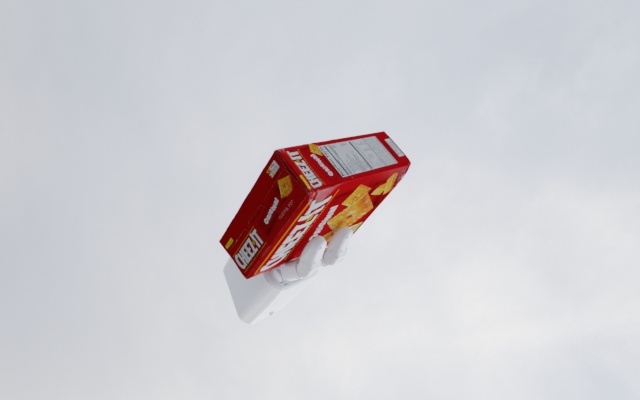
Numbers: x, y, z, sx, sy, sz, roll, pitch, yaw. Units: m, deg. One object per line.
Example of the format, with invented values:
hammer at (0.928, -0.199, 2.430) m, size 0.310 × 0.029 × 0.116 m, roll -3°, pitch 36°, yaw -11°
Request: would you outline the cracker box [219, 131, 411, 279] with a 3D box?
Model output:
cracker box at (0.000, 0.002, 0.609) m, size 0.213 × 0.072 × 0.164 m, roll -18°, pitch -28°, yaw -48°
